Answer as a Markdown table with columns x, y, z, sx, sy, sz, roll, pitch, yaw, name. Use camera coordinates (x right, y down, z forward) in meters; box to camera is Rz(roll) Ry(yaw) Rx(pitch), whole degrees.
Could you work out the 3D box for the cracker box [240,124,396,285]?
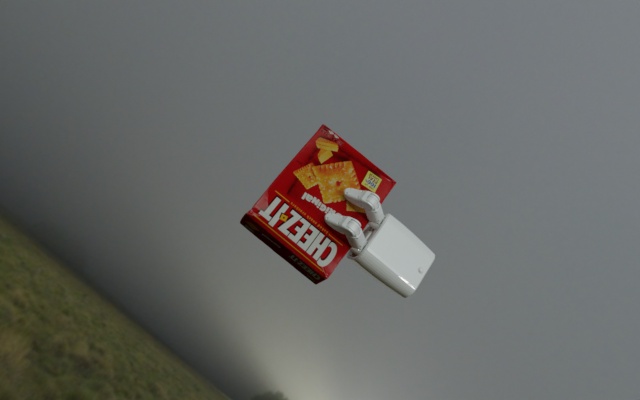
| x | y | z | sx | sy | sz | roll | pitch | yaw | name |
| --- | --- | --- | --- | --- | --- | --- | --- | --- | --- |
| 0.000 | 0.003 | 0.791 | 0.164 | 0.213 | 0.072 | 39 | -24 | -3 | cracker box |
